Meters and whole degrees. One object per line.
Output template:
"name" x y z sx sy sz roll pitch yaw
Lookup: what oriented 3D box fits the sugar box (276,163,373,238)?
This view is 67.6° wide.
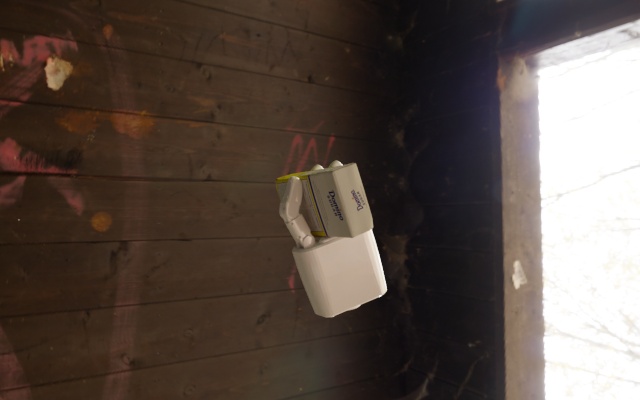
"sugar box" 0.001 0.002 0.685 0.048 0.093 0.176 -22 10 -31
